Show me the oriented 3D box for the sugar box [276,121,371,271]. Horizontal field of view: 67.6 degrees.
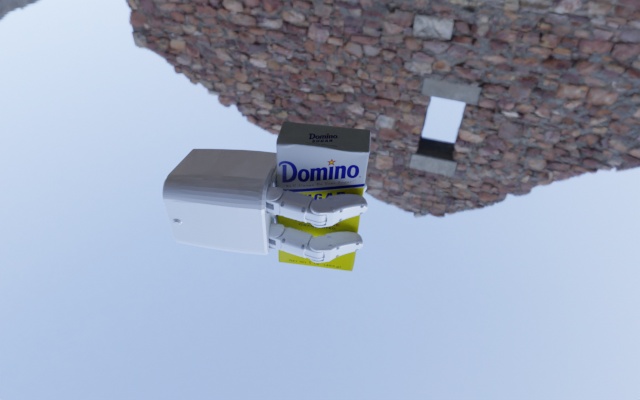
[{"bbox_3d":[0.000,0.002,0.525,0.093,0.176,0.048,6,44,4],"label":"sugar box"}]
